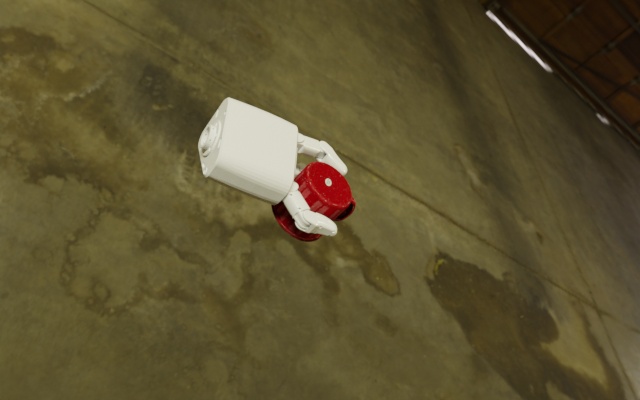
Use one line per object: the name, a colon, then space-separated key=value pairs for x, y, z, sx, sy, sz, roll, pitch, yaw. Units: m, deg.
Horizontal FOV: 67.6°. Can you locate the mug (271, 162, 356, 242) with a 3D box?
mug: x=0.001 y=0.003 z=0.686 sx=0.117 sy=0.093 sz=0.081 roll=19 pitch=-46 yaw=-32
